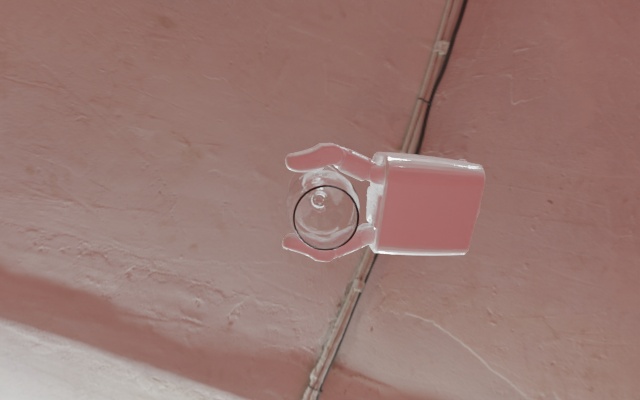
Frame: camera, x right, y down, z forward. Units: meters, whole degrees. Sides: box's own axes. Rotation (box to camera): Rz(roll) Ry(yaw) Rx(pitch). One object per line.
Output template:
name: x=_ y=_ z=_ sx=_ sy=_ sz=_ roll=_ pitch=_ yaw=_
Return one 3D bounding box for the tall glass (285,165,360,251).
tall glass: x=0.000 y=0.002 z=0.537 sx=0.079 sy=0.079 sz=0.201 roll=0 pitch=9 yaw=-3
